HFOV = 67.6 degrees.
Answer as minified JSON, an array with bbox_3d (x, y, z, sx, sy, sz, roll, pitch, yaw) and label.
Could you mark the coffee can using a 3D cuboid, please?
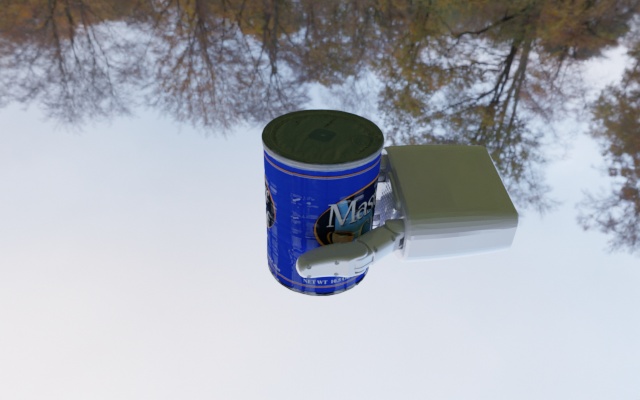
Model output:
[{"bbox_3d":[0.000,0.001,0.438,0.103,0.140,0.102,1,34,-1],"label":"coffee can"}]
